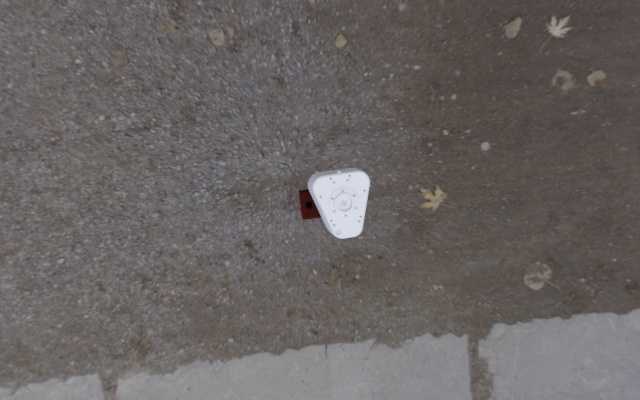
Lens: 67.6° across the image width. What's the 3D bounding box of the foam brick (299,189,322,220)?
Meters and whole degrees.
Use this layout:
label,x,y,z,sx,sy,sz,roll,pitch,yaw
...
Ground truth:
label,x,y,z,sx,sy,sz,roll,pitch,yaw
foam brick,0.000,0.003,0.882,0.078,0.053,0.051,-9,5,-3
